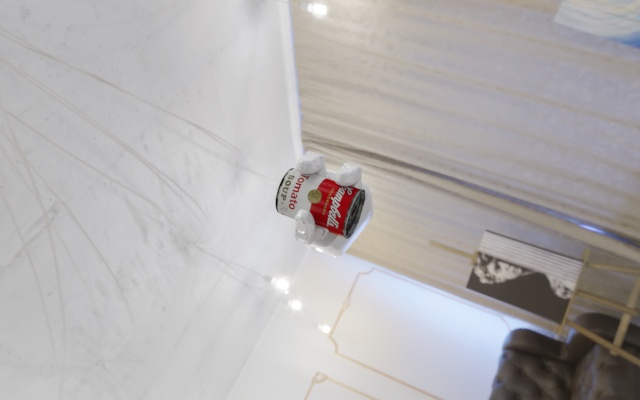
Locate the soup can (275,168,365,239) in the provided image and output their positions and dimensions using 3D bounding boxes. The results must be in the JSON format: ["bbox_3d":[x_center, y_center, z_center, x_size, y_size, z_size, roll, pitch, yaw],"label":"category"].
[{"bbox_3d":[0.000,0.002,0.632,0.102,0.068,0.068,19,6,17],"label":"soup can"}]
